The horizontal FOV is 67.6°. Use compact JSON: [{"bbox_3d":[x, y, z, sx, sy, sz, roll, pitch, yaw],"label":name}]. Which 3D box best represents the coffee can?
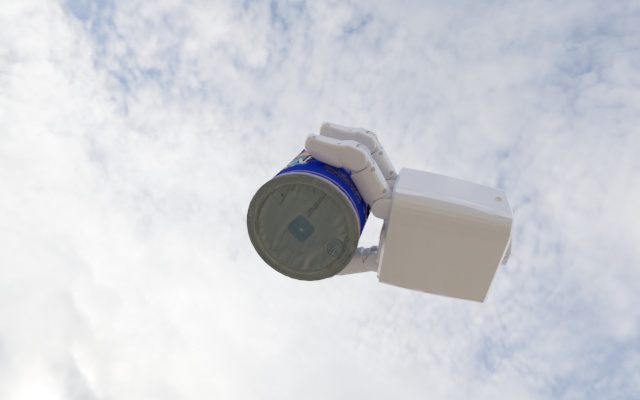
[{"bbox_3d":[0.000,0.002,0.478,0.103,0.103,0.140,0,21,15],"label":"coffee can"}]
